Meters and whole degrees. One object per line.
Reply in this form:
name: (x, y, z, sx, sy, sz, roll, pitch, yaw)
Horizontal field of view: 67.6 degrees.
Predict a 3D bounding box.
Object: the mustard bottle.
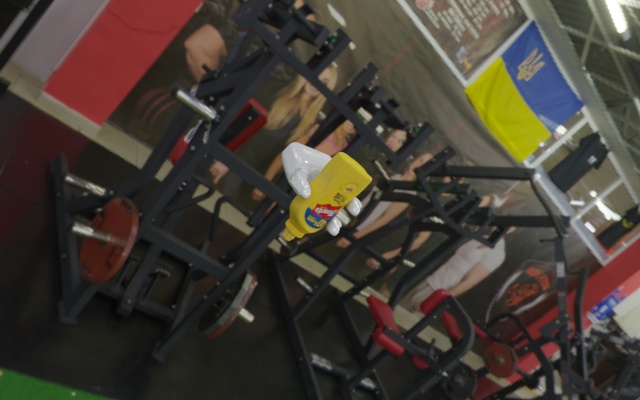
mustard bottle: (0.000, 0.003, 0.875, 0.096, 0.191, 0.058, 28, 21, -53)
